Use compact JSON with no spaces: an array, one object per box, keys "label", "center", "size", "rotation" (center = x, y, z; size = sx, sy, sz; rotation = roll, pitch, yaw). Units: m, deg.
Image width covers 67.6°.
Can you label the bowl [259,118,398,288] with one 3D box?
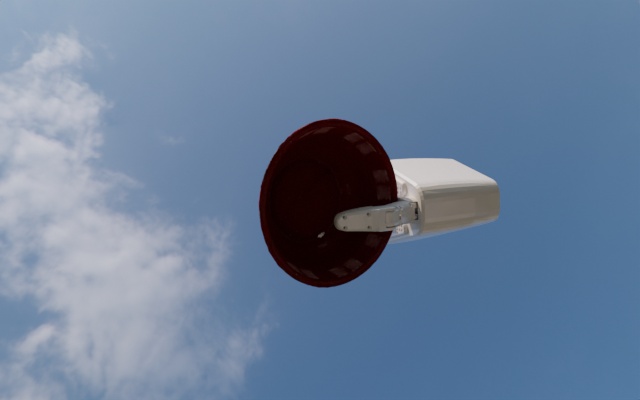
[{"label":"bowl","center":[-0.001,0.001,0.476],"size":[0.162,0.162,0.055],"rotation":[0,5,-34]}]
